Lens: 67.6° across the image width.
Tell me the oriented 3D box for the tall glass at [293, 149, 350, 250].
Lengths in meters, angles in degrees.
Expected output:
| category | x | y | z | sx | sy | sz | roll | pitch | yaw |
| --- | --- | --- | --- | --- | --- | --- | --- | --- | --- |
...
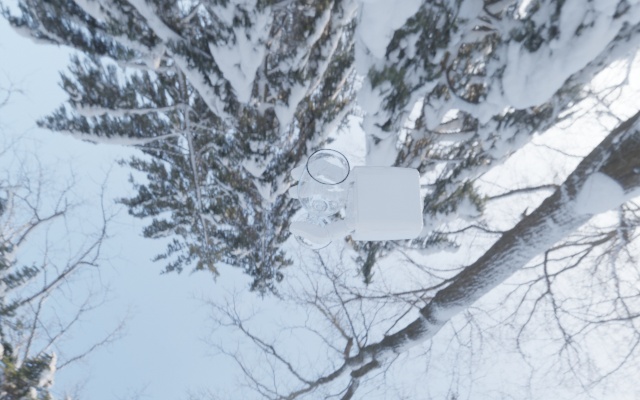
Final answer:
| category | x | y | z | sx | sy | sz | roll | pitch | yaw |
| --- | --- | --- | --- | --- | --- | --- | --- | --- | --- |
| tall glass | 0.000 | 0.003 | 0.749 | 0.079 | 0.079 | 0.201 | 0 | -30 | -7 |
